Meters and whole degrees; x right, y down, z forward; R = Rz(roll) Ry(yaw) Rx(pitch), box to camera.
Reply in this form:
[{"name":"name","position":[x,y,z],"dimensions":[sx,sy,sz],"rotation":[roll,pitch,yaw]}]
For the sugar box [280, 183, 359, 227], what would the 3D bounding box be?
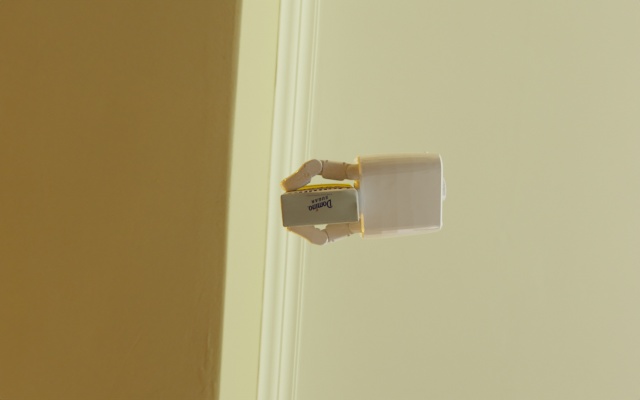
[{"name":"sugar box","position":[0.000,0.002,0.644],"dimensions":[0.093,0.048,0.176],"rotation":[-4,2,0]}]
